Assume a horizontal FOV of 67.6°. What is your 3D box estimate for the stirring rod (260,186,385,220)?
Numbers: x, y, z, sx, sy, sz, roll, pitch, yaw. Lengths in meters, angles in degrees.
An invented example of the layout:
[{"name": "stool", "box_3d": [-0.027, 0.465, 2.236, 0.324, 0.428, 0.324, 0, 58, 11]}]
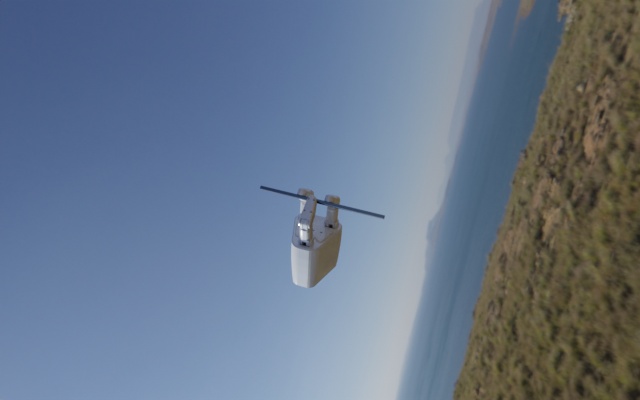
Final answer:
[{"name": "stirring rod", "box_3d": [0.000, 0.003, 0.878, 0.239, 0.011, 0.011, 14, 3, 14]}]
